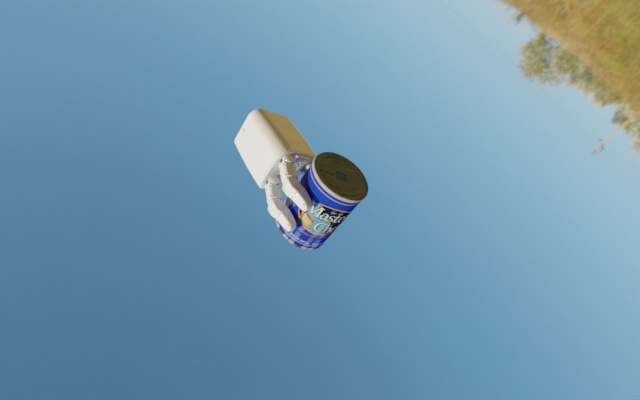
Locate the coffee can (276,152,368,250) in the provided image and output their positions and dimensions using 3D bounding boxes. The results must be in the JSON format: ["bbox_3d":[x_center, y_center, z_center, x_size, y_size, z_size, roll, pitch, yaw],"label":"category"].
[{"bbox_3d":[0.000,0.003,0.807,0.103,0.102,0.140,0,-38,-39],"label":"coffee can"}]
